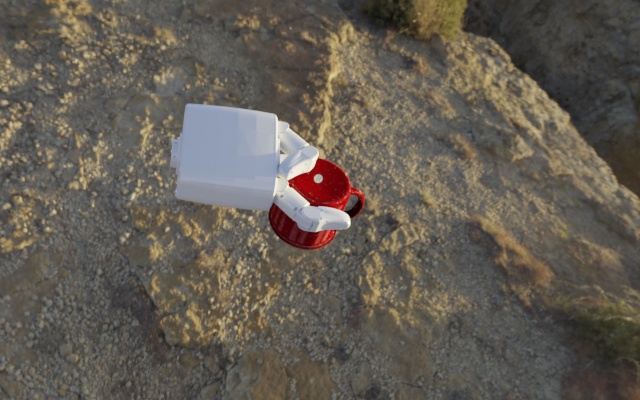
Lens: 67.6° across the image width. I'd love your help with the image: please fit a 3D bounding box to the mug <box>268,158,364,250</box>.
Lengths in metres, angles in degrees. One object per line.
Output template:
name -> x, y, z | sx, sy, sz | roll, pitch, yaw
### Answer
mug -> 0.002, 0.002, 0.601 | 0.117, 0.093, 0.082 | 6, -42, -18
